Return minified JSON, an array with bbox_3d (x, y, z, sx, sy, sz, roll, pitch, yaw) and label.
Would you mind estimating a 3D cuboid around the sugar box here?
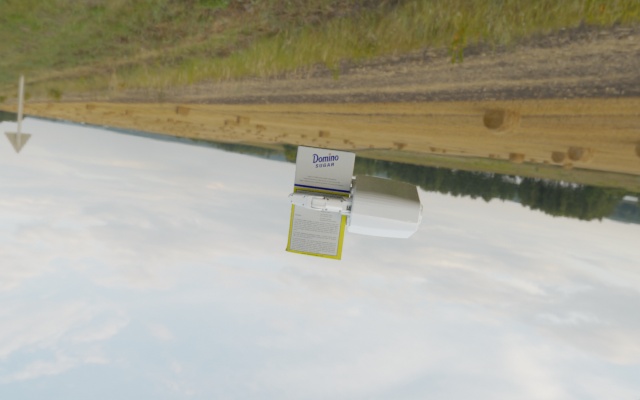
[{"bbox_3d":[0.000,0.003,0.779,0.093,0.176,0.048,8,5,3],"label":"sugar box"}]
